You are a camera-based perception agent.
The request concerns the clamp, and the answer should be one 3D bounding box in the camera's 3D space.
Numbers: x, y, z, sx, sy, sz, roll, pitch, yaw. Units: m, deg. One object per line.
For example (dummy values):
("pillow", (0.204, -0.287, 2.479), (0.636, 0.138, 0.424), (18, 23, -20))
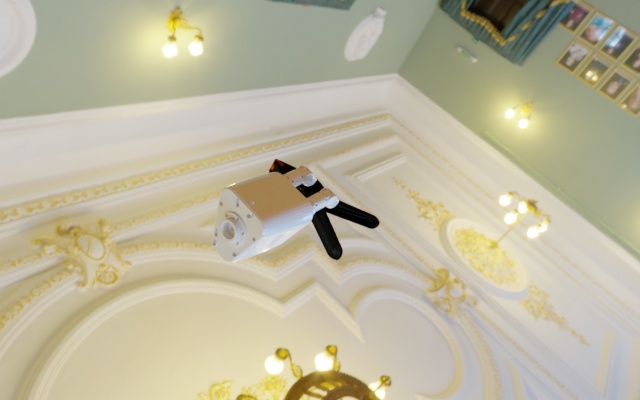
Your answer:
("clamp", (-0.001, 0.003, 0.811), (0.210, 0.036, 0.164), (44, 31, 18))
